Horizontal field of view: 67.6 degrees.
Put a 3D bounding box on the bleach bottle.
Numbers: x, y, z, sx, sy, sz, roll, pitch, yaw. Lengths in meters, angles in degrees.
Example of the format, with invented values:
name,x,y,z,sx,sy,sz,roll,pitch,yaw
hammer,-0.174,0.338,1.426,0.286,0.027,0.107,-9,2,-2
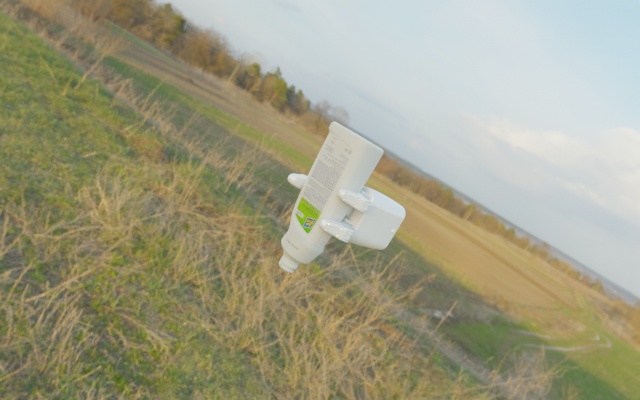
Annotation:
name,x,y,z,sx,sy,sz,roll,pitch,yaw
bleach bottle,0.000,0.003,0.789,0.068,0.251,0.102,22,12,-43
